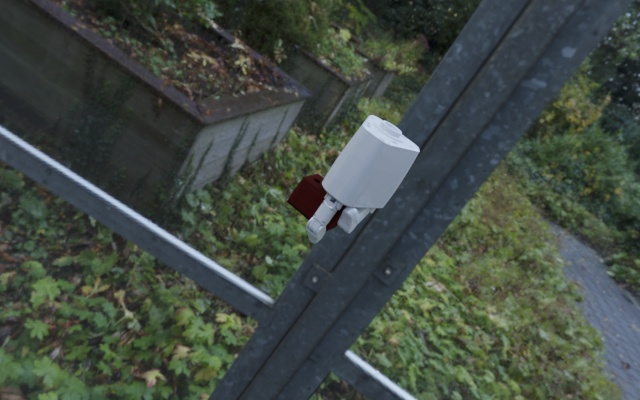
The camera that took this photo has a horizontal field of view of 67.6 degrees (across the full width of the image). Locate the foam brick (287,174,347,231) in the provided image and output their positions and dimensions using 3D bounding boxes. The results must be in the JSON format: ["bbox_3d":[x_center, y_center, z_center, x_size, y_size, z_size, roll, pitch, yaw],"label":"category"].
[{"bbox_3d":[0.000,0.002,0.737,0.078,0.051,0.053,40,24,16],"label":"foam brick"}]
